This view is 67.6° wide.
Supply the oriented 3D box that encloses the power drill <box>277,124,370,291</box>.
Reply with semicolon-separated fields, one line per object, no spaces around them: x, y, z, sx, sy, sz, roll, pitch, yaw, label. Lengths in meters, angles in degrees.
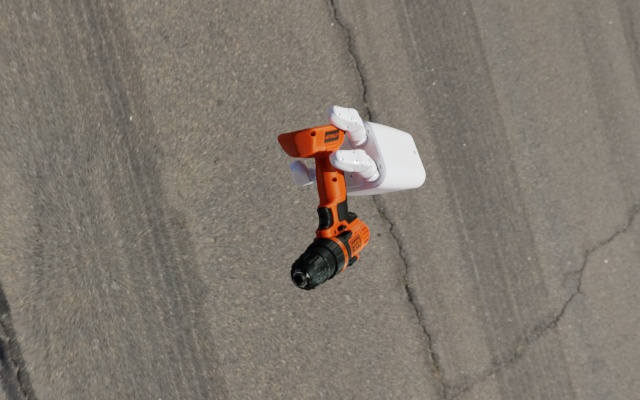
0.000;0.001;0.603;0.057;0.188;0.184;-6;11;25;power drill
